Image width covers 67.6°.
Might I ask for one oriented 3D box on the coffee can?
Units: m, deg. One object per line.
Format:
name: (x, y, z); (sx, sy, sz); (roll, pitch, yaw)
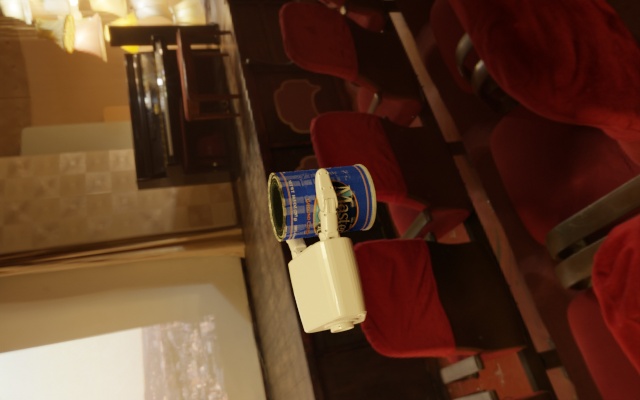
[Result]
coffee can: (0.000, 0.002, 0.723); (0.140, 0.103, 0.103); (-7, 2, -17)
